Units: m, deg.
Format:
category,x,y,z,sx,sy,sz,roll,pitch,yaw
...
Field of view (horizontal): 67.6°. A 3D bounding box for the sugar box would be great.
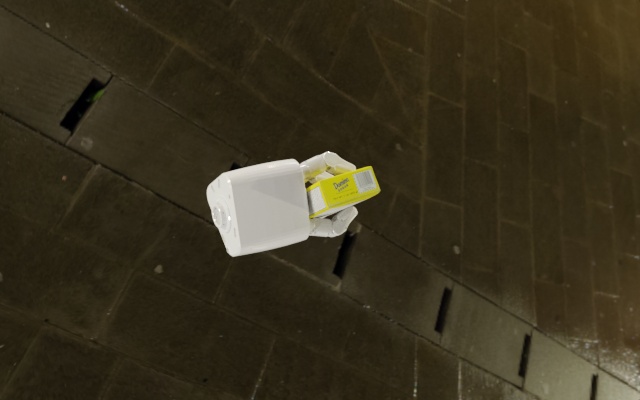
category,x,y,z,sx,sy,sz,roll,pitch,yaw
sugar box,0.000,0.002,0.713,0.093,0.048,0.176,-16,-4,-33
